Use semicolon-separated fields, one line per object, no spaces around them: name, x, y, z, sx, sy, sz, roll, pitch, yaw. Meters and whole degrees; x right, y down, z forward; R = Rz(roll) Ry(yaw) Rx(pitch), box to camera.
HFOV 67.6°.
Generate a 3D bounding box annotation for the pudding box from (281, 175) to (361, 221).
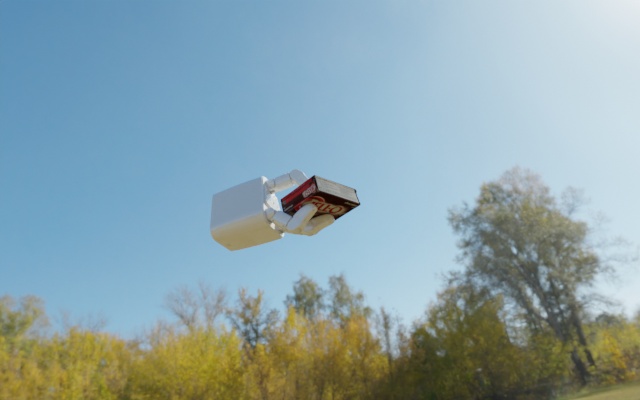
pudding box;0.000;0.003;0.844;0.113;0.039;0.090;14;-37;-45
